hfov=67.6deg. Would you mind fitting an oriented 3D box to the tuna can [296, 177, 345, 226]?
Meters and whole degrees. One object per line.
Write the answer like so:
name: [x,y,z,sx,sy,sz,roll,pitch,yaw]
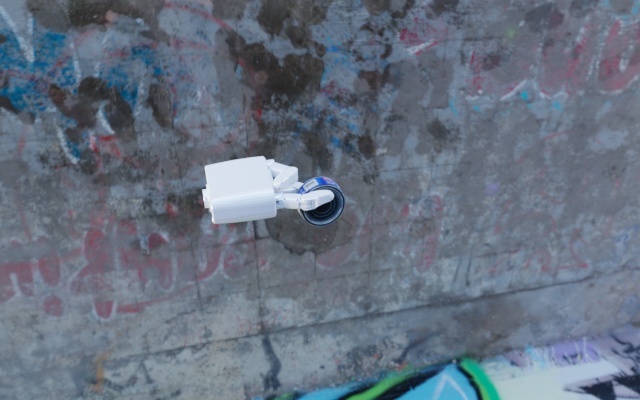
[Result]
tuna can: [0.000,0.003,0.850,0.086,0.086,0.033,0,27,-21]
